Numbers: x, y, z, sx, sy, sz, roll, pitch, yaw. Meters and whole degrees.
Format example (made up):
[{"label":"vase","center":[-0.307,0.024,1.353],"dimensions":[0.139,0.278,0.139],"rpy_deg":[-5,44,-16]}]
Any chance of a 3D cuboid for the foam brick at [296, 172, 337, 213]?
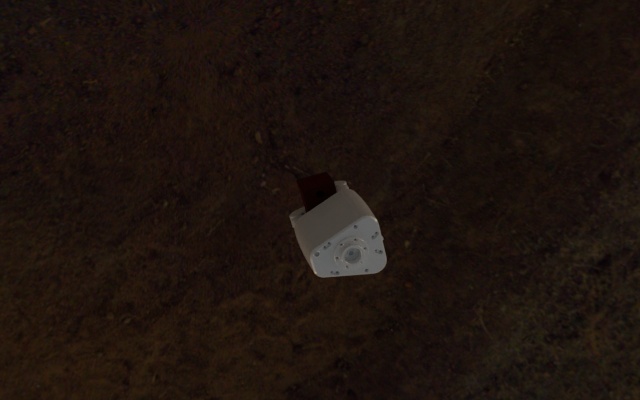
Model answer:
[{"label":"foam brick","center":[0.000,0.002,0.759],"dimensions":[0.053,0.078,0.051],"rpy_deg":[-19,23,-6]}]
